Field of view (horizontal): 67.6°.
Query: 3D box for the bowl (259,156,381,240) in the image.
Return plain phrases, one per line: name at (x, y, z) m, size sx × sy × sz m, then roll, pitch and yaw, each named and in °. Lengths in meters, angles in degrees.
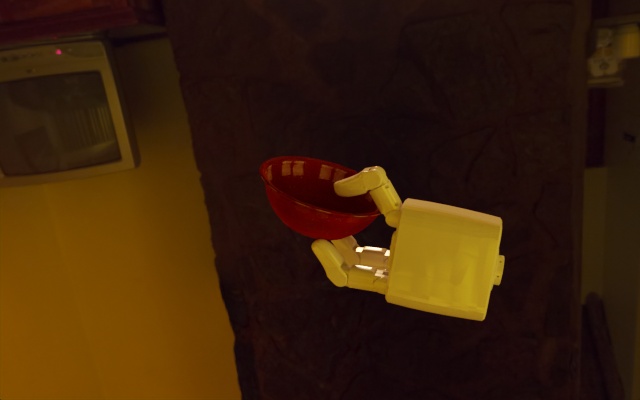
bowl at (-0.001, 0.002, 0.581) m, size 0.162 × 0.055 × 0.162 m, roll 14°, pitch 23°, yaw -6°
